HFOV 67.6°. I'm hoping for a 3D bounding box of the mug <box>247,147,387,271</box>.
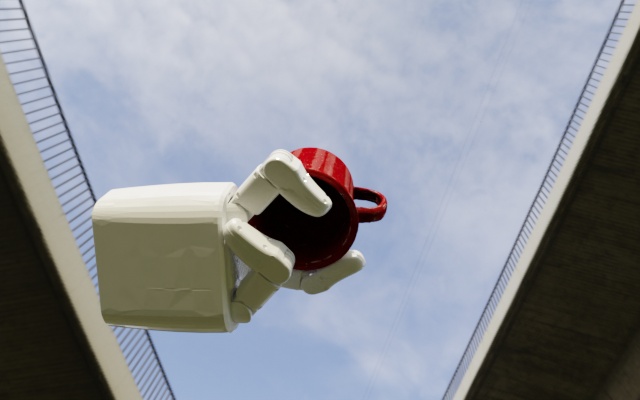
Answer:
[{"bbox_3d":[0.002,0.001,0.423,0.117,0.093,0.081,-1,23,6],"label":"mug"}]
